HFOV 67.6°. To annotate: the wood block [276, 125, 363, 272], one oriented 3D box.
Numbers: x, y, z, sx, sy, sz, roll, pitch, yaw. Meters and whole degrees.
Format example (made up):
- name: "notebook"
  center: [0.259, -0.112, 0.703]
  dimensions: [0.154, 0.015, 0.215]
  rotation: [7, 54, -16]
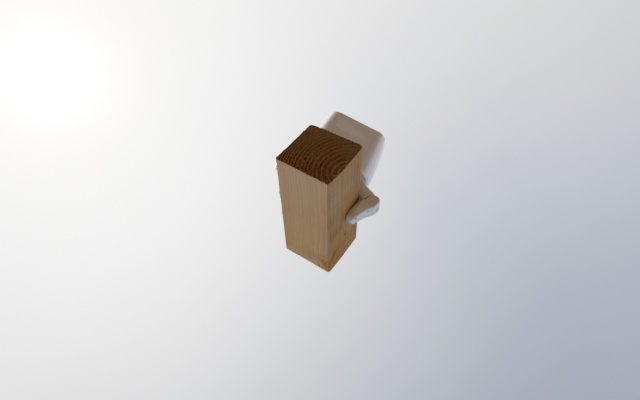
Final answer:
- name: "wood block"
  center: [0.001, 0.002, 0.725]
  dimensions: [0.091, 0.206, 0.090]
  rotation: [26, 54, 23]
